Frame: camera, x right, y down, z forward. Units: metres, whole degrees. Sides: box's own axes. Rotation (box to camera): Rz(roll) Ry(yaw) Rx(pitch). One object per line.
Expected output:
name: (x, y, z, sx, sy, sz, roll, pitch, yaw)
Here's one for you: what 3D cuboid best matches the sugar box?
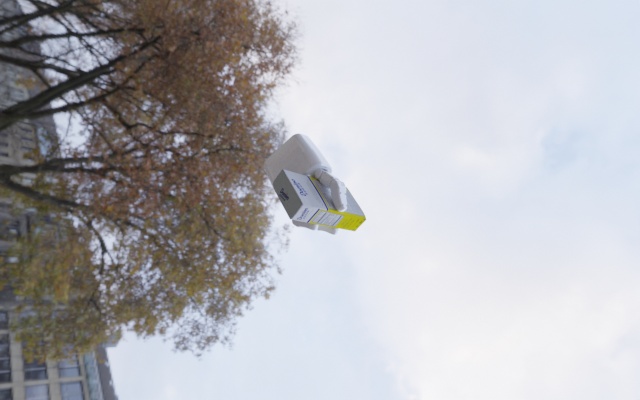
sugar box: (0.000, 0.003, 0.891, 0.176, 0.048, 0.093, 11, 37, -43)
